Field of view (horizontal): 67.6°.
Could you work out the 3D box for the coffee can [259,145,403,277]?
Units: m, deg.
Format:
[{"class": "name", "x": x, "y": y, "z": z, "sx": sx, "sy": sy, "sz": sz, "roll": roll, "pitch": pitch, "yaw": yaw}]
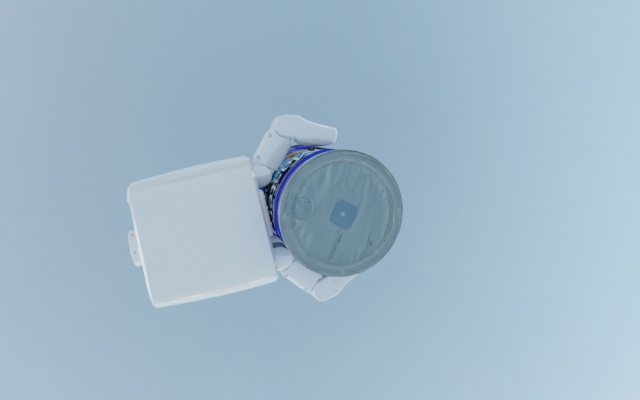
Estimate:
[{"class": "coffee can", "x": 0.000, "y": 0.001, "z": 0.442, "sx": 0.103, "sy": 0.103, "sz": 0.140, "roll": 0, "pitch": 8, "yaw": -15}]
